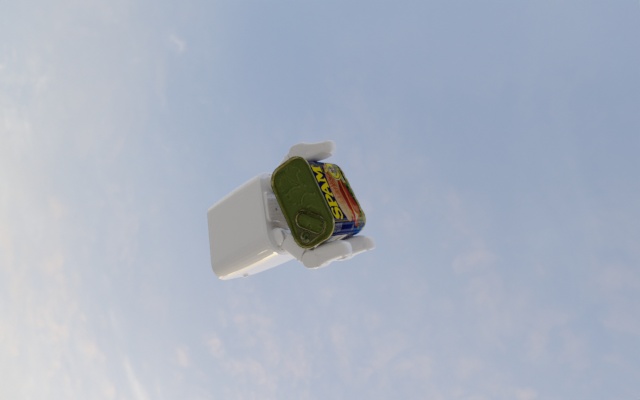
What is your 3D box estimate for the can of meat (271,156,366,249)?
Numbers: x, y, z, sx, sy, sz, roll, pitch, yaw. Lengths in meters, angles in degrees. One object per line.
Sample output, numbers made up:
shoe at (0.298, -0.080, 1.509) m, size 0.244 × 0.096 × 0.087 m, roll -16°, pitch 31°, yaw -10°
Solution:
can of meat at (0.000, 0.002, 0.564) m, size 0.057 × 0.102 × 0.084 m, roll -33°, pitch -17°, yaw 28°
